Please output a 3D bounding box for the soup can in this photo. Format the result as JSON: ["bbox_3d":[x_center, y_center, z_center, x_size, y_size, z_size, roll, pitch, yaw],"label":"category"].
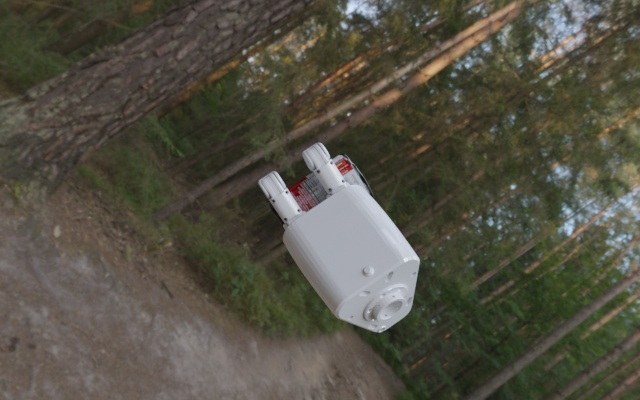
[{"bbox_3d":[0.000,0.001,0.537,0.102,0.068,0.068,-33,3,-5],"label":"soup can"}]
